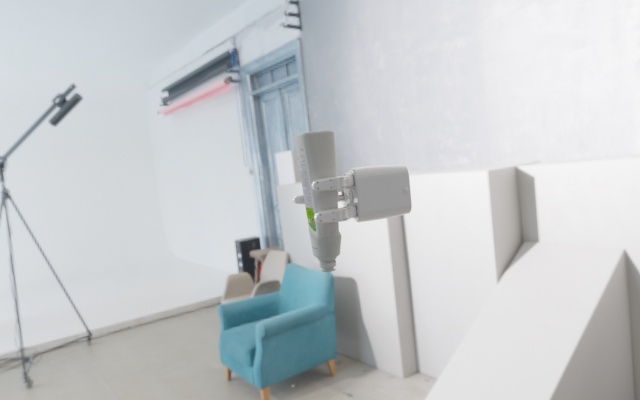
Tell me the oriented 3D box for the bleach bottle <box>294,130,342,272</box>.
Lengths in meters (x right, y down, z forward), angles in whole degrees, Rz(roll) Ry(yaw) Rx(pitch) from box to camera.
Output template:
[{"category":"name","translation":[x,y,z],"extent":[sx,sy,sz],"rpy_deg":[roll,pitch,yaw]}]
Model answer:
[{"category":"bleach bottle","translation":[0.000,0.003,0.870],"extent":[0.068,0.251,0.102],"rpy_deg":[-7,4,-12]}]
